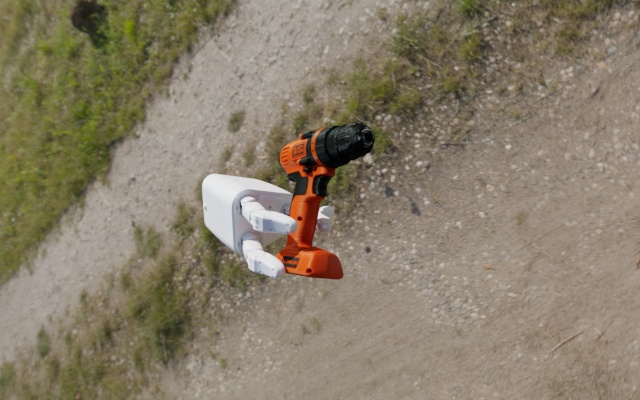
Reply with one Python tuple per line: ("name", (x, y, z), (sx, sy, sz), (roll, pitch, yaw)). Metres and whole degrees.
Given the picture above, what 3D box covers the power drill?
("power drill", (0.000, 0.002, 0.600), (0.057, 0.187, 0.184), (11, -9, -29))
